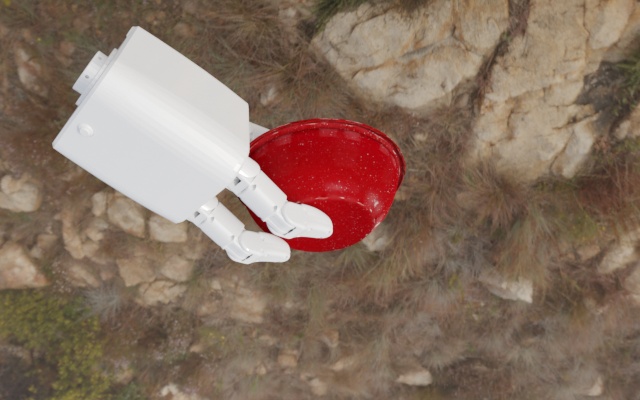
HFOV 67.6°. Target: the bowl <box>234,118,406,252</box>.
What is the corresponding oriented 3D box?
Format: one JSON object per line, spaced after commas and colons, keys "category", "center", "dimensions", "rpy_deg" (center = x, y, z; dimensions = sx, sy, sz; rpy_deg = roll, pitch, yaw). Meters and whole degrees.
{"category": "bowl", "center": [0.001, 0.002, 0.432], "dimensions": [0.162, 0.055, 0.162], "rpy_deg": [-4, -34, -2]}
